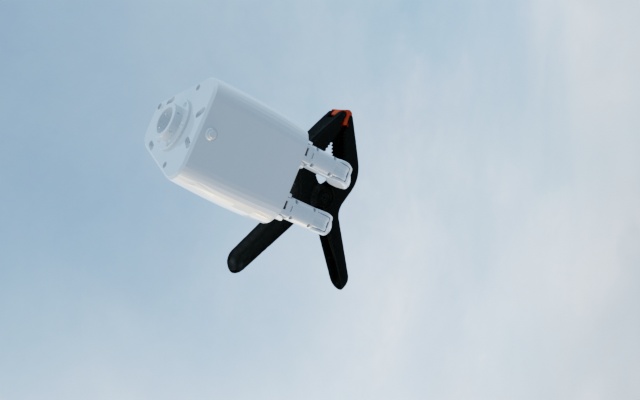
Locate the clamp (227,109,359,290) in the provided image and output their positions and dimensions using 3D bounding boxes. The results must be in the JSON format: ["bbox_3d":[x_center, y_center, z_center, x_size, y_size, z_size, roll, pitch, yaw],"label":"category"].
[{"bbox_3d":[0.000,0.001,0.543,0.164,0.210,0.036,26,-6,-40],"label":"clamp"}]
